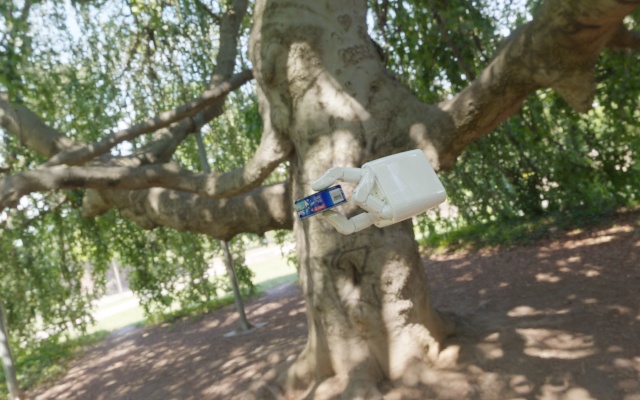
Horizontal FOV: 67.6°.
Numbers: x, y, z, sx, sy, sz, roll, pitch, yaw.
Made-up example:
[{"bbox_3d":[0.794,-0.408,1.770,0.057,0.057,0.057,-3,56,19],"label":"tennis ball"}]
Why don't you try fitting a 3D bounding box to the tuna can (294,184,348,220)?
[{"bbox_3d":[0.000,0.002,0.803,0.086,0.034,0.086,-21,0,0],"label":"tuna can"}]
